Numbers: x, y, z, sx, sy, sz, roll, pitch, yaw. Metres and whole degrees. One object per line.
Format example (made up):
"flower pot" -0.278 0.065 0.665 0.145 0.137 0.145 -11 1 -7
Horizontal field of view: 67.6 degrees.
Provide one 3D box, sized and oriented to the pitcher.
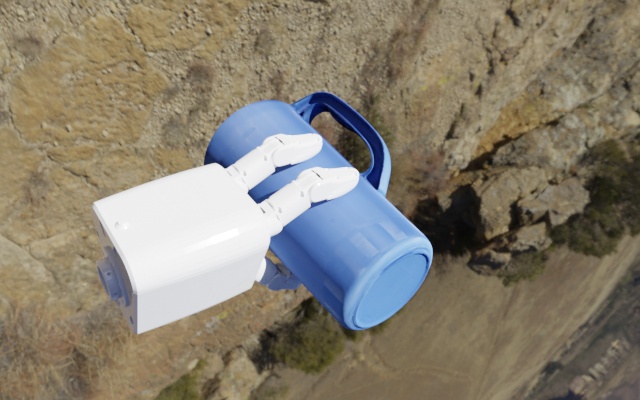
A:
"pitcher" 0.000 0.002 0.485 0.145 0.149 0.242 -18 47 -34
